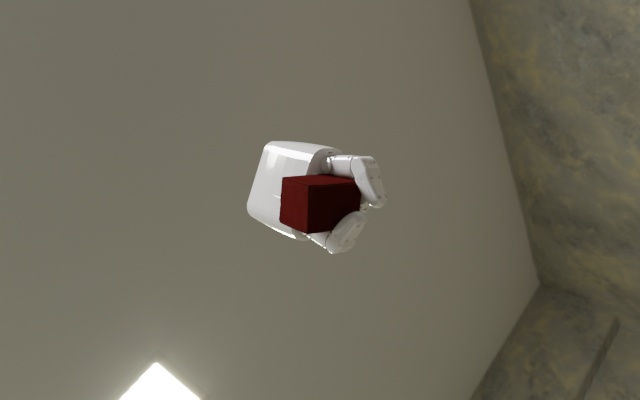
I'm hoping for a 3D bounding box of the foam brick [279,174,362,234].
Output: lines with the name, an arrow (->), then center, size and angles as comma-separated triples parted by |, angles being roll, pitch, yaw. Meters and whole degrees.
foam brick -> 0.000, 0.002, 0.525 | 0.078, 0.053, 0.051 | -6, 17, -41
